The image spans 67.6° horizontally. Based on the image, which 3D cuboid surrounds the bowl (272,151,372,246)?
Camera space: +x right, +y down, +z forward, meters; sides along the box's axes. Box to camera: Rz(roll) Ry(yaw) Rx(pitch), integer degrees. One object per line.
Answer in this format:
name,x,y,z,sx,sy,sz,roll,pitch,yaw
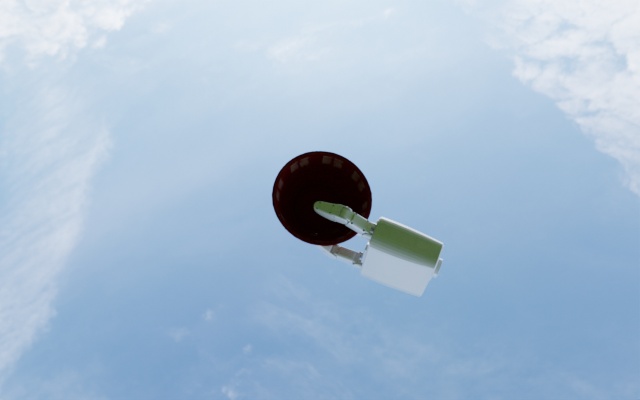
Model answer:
bowl,-0.001,0.002,0.781,0.162,0.162,0.055,0,-20,-9
